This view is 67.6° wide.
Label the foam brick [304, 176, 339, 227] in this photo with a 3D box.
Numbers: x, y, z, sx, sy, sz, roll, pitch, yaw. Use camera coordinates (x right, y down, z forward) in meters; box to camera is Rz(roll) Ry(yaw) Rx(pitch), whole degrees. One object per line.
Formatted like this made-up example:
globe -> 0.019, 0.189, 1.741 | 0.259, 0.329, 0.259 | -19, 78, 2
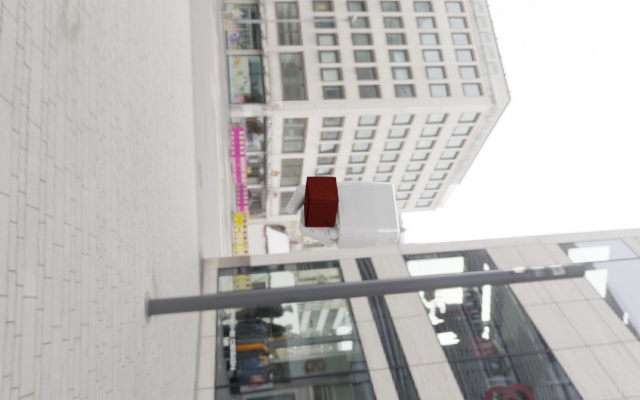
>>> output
foam brick -> 0.000, 0.003, 0.801 | 0.051, 0.053, 0.078 | 0, -38, -6
